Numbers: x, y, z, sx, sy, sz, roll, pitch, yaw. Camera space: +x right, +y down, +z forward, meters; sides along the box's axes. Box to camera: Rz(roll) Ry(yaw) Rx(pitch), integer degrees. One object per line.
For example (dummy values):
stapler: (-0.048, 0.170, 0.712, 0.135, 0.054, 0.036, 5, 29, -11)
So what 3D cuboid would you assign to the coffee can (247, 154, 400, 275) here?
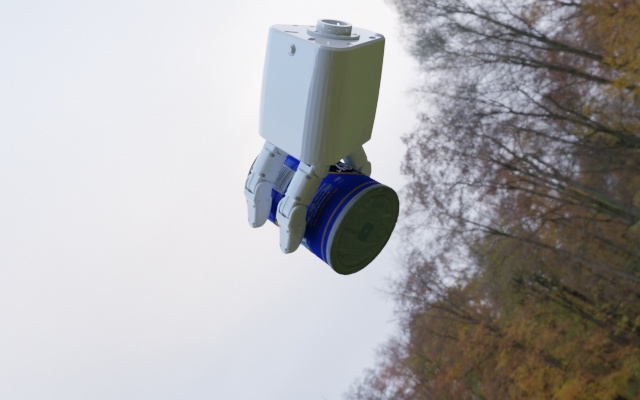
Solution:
coffee can: (0.000, 0.002, 0.523, 0.140, 0.103, 0.103, 33, 21, 36)
